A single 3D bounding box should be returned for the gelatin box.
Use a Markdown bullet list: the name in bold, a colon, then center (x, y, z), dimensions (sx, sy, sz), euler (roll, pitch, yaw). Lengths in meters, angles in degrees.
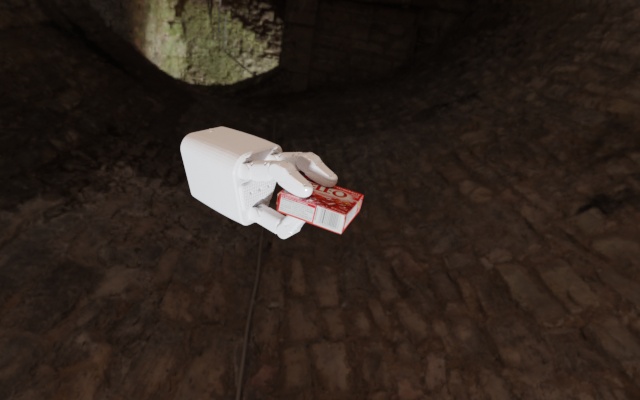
- **gelatin box**: center (0.000, 0.002, 0.595), dimensions (0.089, 0.030, 0.073), euler (19, 25, 15)
